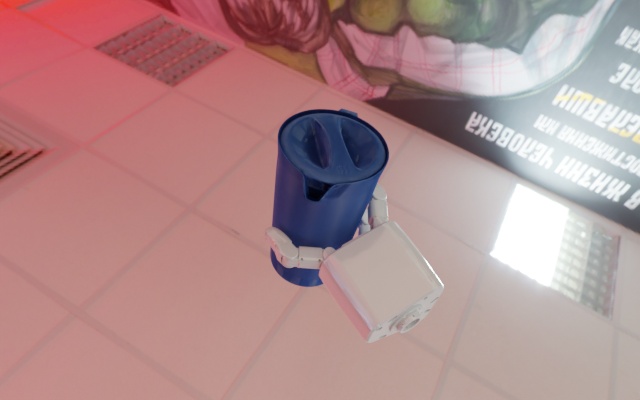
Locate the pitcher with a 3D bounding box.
[{"bbox_3d":[0.000,0.002,0.650,0.149,0.145,0.243,-17,-36,-27],"label":"pitcher"}]
